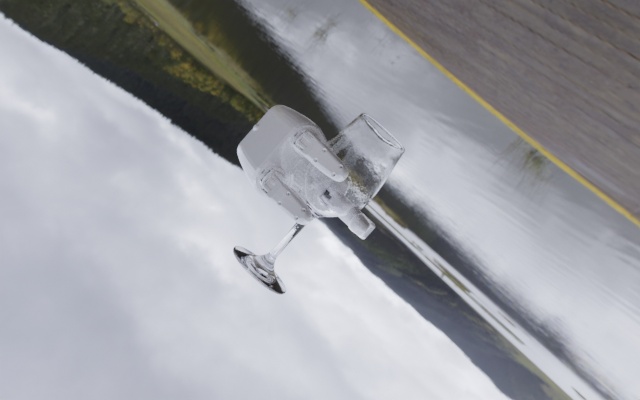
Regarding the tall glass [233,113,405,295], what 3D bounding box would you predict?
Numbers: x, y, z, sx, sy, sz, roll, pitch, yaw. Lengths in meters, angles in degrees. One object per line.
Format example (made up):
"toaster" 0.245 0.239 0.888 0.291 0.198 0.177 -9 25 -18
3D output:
"tall glass" 0.000 0.002 0.510 0.079 0.201 0.079 42 4 -3
